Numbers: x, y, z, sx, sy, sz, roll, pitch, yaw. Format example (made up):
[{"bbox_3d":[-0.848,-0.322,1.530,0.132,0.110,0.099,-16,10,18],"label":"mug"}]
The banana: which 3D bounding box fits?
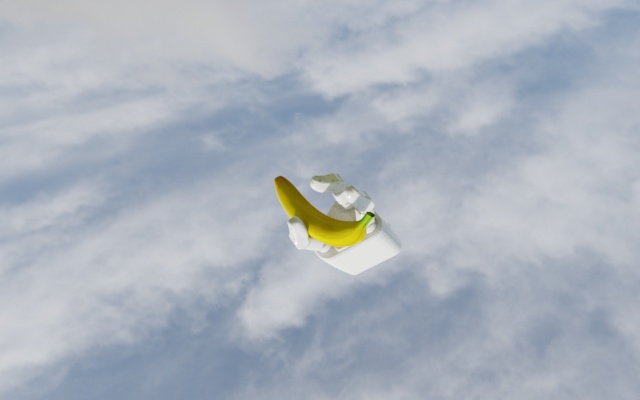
[{"bbox_3d":[-0.002,0.021,0.684,0.197,0.069,0.037,22,12,40],"label":"banana"}]
